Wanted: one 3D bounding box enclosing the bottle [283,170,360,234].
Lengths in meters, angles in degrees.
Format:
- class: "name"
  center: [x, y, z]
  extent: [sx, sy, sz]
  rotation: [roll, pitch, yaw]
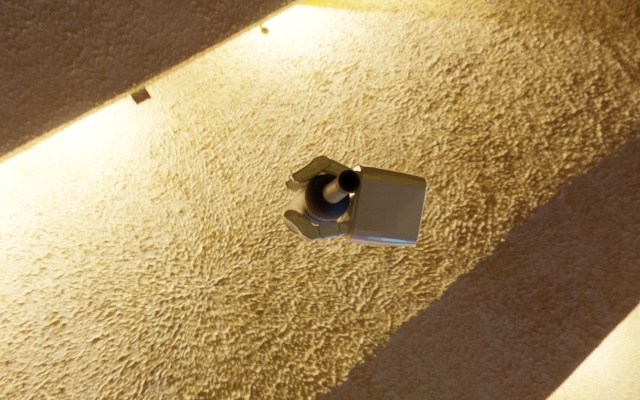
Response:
- class: "bottle"
  center: [0.000, 0.002, 0.706]
  extent: [0.069, 0.069, 0.296]
  rotation: [0, -10, -14]
